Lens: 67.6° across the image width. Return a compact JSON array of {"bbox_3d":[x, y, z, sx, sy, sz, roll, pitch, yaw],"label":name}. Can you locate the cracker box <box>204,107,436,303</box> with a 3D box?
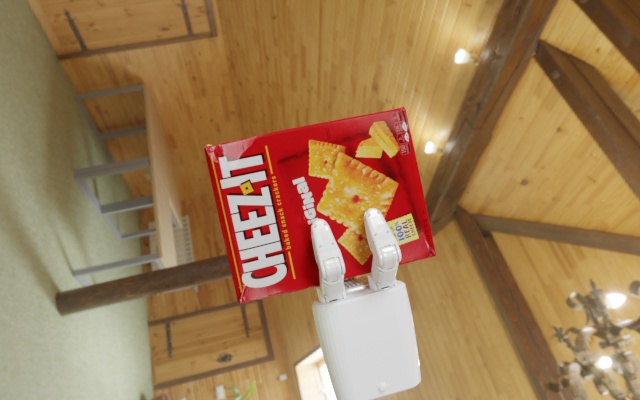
[{"bbox_3d":[0.000,0.002,0.509,0.213,0.164,0.072,-12,4,-9],"label":"cracker box"}]
